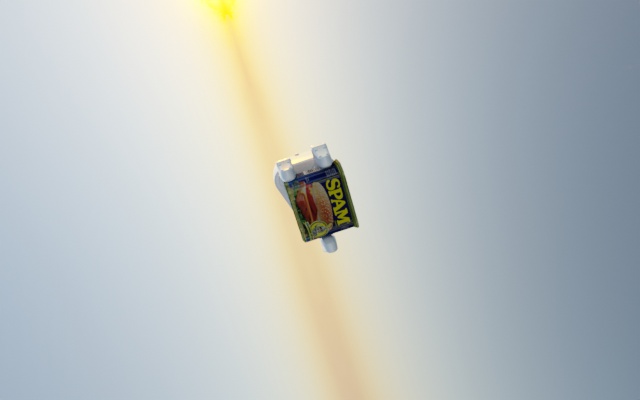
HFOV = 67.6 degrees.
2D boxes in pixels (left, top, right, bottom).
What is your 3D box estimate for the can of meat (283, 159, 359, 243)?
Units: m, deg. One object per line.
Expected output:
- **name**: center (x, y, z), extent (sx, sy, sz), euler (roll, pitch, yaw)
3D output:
- **can of meat**: center (0.000, 0.002, 0.686), extent (0.084, 0.102, 0.057), euler (-18, 18, -3)
